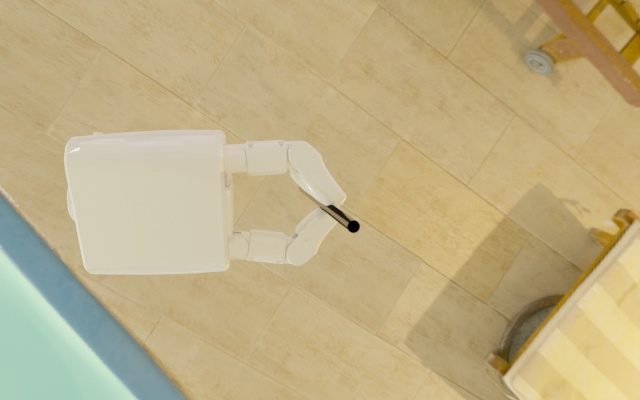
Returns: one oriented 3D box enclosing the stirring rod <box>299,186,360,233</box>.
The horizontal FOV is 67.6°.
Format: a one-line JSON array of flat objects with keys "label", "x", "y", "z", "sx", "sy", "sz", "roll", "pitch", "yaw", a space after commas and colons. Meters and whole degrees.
[{"label": "stirring rod", "x": 0.000, "y": 0.001, "z": 0.408, "sx": 0.011, "sy": 0.011, "sz": 0.239, "roll": 0, "pitch": 7, "yaw": -10}]
